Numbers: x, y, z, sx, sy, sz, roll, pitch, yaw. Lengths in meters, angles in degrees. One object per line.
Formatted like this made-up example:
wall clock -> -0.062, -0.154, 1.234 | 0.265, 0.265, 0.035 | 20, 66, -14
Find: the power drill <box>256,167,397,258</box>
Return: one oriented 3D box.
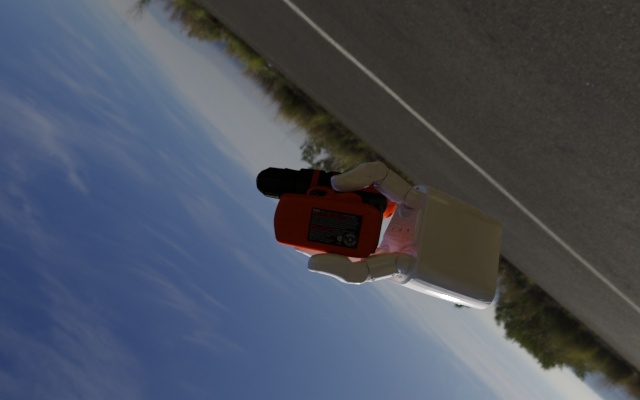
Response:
power drill -> 0.000, 0.002, 0.553 | 0.184, 0.057, 0.187 | 8, 15, 4
